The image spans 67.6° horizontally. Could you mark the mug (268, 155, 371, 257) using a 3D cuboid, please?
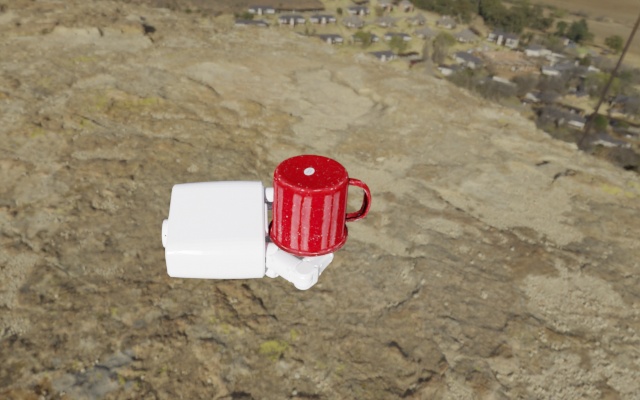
[{"bbox_3d":[0.002,0.002,0.532,0.117,0.082,0.093,-2,35,-9],"label":"mug"}]
